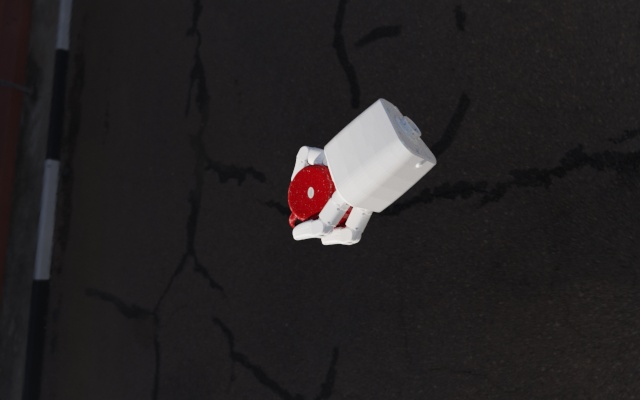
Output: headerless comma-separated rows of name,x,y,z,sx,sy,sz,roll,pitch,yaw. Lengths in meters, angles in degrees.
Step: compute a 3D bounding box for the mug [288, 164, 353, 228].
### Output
mug,-0.001,0.003,0.691,0.117,0.093,0.081,-42,-32,25
